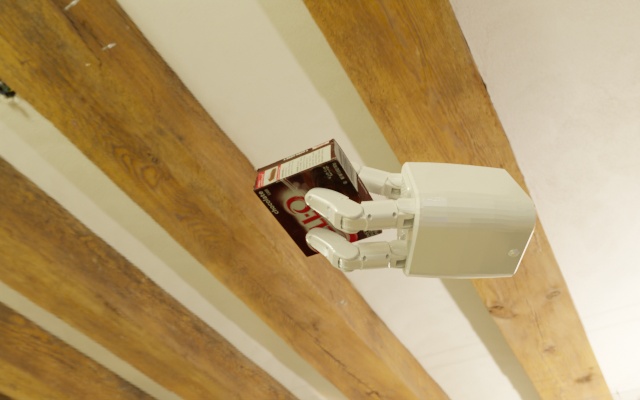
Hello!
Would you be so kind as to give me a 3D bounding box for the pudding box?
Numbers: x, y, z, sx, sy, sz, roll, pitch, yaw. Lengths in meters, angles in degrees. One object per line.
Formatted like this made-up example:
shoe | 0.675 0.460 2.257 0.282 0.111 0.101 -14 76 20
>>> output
pudding box | 0.000 0.001 0.482 0.090 0.113 0.039 -21 37 18
